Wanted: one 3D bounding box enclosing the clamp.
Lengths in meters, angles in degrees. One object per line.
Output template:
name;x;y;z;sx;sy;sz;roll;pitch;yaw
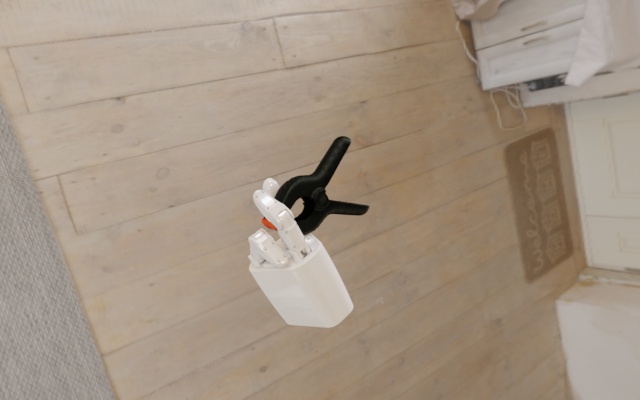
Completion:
clamp;0.000;0.002;0.654;0.171;0.120;0.039;-39;22;-25
